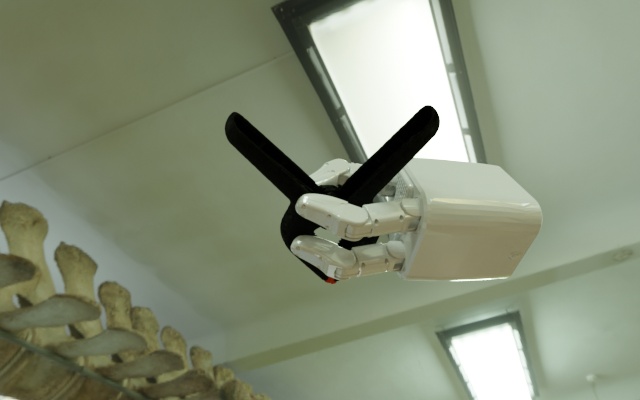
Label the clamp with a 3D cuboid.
[{"bbox_3d":[0.000,0.001,0.426,0.164,0.210,0.036,3,45,-7],"label":"clamp"}]
